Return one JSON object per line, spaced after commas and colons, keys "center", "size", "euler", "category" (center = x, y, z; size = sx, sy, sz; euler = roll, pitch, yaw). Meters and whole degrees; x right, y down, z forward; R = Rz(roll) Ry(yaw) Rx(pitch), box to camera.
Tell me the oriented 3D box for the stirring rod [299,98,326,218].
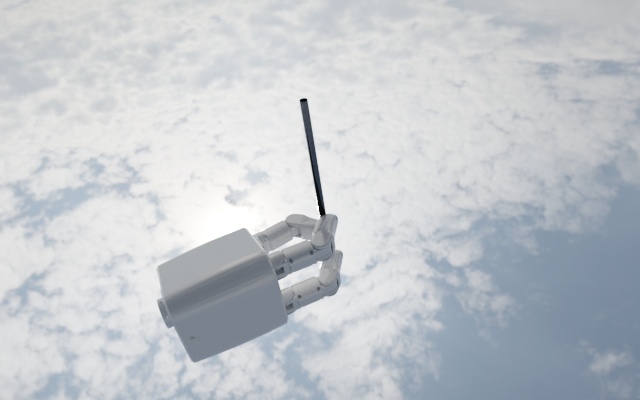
{"center": [0.000, 0.002, 0.513], "size": [0.011, 0.240, 0.011], "euler": [-6, 38, 5], "category": "stirring rod"}
